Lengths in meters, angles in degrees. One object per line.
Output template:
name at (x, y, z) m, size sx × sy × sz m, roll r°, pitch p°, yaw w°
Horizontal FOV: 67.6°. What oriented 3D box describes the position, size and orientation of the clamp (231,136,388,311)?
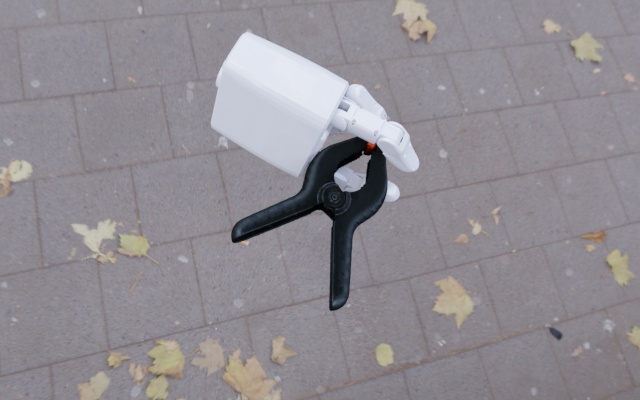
clamp at (0.000, 0.001, 0.445) m, size 0.120 × 0.171 × 0.039 m, roll 28°, pitch -19°, yaw -4°
